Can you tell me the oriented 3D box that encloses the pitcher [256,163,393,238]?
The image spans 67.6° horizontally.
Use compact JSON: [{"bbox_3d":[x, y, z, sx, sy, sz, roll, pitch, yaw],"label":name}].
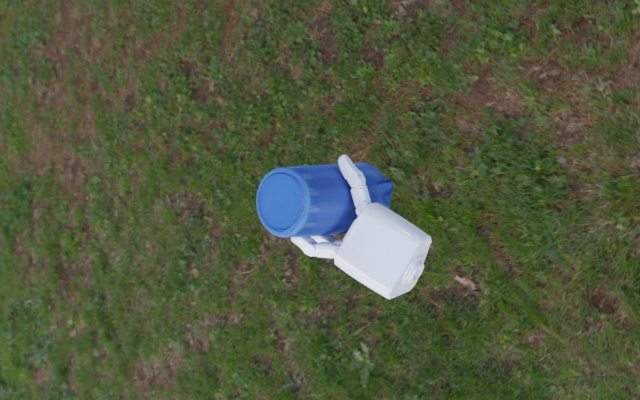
[{"bbox_3d":[0.000,0.003,0.820,0.145,0.149,0.243,35,21,30],"label":"pitcher"}]
